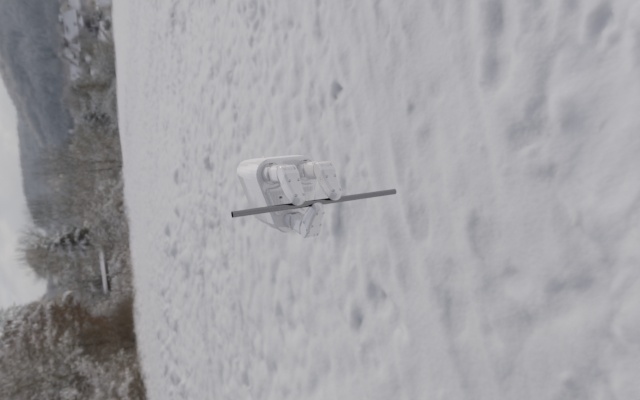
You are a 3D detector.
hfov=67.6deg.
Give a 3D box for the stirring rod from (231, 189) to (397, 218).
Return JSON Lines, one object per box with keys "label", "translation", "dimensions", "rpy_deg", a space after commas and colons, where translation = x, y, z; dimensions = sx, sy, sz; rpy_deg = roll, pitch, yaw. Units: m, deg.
{"label": "stirring rod", "translation": [0.000, 0.002, 0.628], "dimensions": [0.239, 0.011, 0.011], "rpy_deg": [-8, 4, -27]}
